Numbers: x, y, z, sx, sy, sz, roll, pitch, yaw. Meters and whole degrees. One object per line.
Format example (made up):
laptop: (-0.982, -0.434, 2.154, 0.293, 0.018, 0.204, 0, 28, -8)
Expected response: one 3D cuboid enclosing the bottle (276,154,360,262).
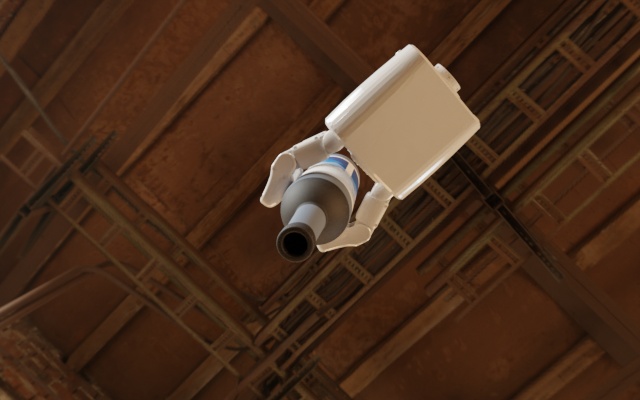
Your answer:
bottle: (0.000, 0.002, 0.485, 0.069, 0.069, 0.295, 0, 12, 7)
